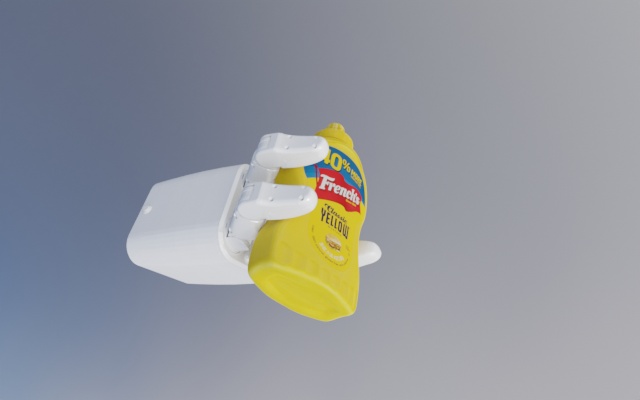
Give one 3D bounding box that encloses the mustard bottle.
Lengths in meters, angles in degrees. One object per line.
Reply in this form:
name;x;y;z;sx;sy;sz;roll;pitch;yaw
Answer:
mustard bottle;0.000;0.002;0.426;0.096;0.191;0.058;36;-45;-28
